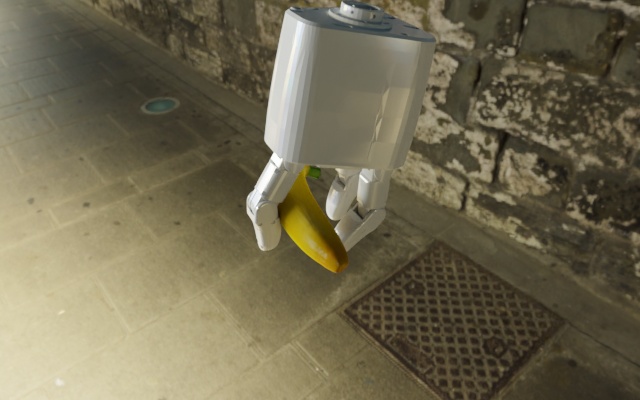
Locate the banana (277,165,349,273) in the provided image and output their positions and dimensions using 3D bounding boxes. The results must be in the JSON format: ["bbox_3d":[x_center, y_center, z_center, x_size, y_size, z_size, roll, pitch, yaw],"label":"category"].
[{"bbox_3d":[-0.017,-0.006,0.450,0.069,0.037,0.197,18,25,-16],"label":"banana"}]
